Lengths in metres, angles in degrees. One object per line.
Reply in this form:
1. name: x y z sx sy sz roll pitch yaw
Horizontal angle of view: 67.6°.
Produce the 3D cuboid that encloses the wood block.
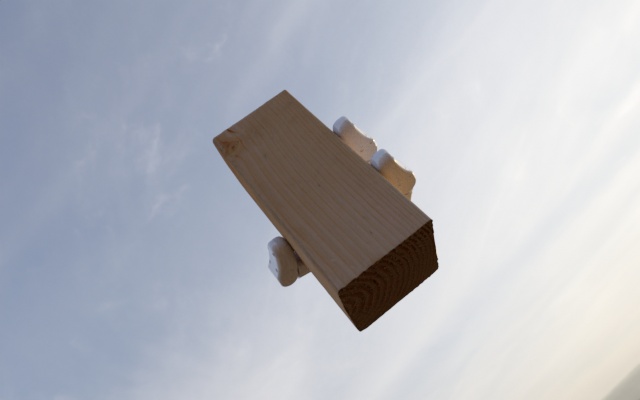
1. wood block: 0.000 0.002 0.432 0.206 0.091 0.090 46 -11 35
